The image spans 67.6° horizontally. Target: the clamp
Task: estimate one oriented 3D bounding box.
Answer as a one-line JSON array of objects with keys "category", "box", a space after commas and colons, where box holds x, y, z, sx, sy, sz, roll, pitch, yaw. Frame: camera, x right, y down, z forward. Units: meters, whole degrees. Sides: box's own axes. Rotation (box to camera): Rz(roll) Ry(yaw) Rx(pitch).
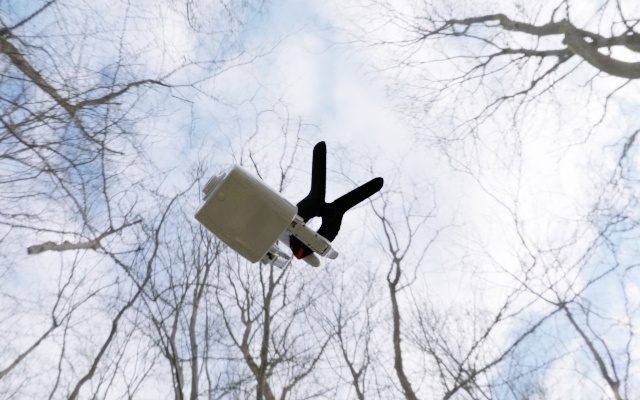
[{"category": "clamp", "box": [0.000, 0.002, 0.687, 0.120, 0.171, 0.039, 39, 0, -17]}]
